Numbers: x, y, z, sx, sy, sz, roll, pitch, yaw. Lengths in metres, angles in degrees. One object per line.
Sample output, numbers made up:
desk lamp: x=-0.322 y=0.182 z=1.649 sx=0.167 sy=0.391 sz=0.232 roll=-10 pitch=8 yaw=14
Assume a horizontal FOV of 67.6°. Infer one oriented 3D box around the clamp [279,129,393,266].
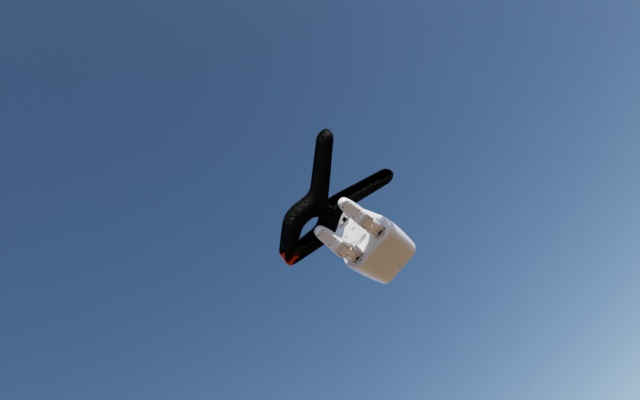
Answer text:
clamp: x=-0.001 y=0.002 z=0.704 sx=0.165 sy=0.210 sz=0.036 roll=35 pitch=7 yaw=-44
